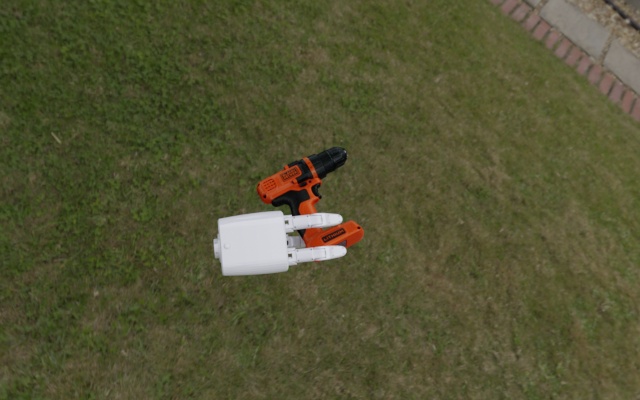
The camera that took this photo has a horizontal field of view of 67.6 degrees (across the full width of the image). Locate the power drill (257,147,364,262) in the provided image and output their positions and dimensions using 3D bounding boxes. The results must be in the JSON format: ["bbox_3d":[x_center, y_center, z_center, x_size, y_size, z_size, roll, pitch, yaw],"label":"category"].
[{"bbox_3d":[0.000,0.003,0.866,0.184,0.187,0.057,-28,-25,-8],"label":"power drill"}]
